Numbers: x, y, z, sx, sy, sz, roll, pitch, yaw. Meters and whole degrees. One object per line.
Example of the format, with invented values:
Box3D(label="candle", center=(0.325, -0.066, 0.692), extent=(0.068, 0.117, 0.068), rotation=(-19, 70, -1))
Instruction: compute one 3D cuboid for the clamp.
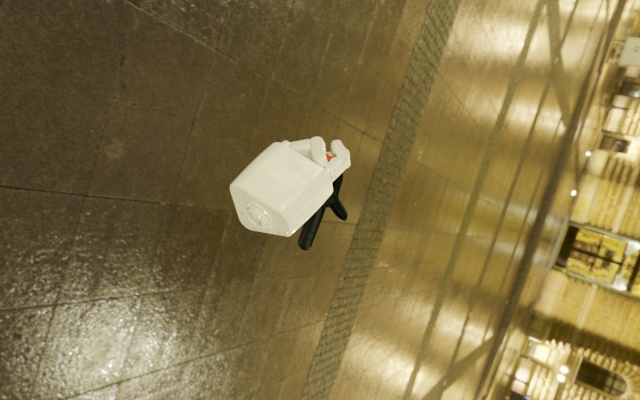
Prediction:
Box3D(label="clamp", center=(0.001, 0.003, 0.794), extent=(0.039, 0.172, 0.120), rotation=(20, 50, 29))
